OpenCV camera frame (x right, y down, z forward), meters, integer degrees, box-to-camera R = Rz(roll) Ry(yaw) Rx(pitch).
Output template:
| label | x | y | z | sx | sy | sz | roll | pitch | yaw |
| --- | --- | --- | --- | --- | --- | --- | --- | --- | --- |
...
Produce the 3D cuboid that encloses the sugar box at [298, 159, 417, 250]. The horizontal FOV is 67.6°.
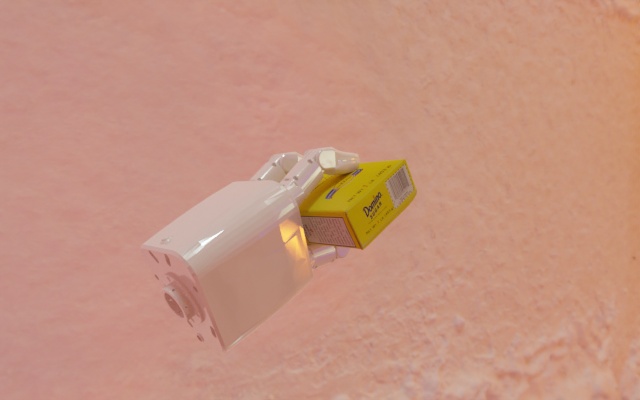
| label | x | y | z | sx | sy | sz | roll | pitch | yaw |
| --- | --- | --- | --- | --- | --- | --- | --- | --- | --- |
| sugar box | 0.000 | 0.001 | 0.483 | 0.176 | 0.048 | 0.093 | 2 | 33 | 48 |
